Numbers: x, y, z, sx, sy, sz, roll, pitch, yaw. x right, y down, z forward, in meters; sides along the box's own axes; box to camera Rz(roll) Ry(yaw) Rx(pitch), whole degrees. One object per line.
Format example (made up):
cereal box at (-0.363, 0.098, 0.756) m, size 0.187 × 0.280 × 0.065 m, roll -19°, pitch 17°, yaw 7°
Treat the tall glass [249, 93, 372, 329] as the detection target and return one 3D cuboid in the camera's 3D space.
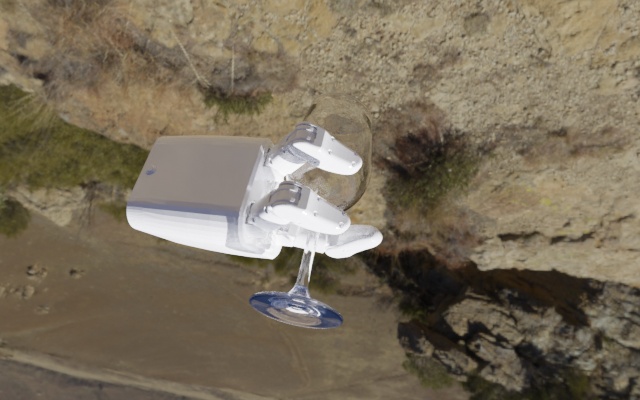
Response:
tall glass at (0.000, 0.002, 0.414) m, size 0.079 × 0.201 × 0.079 m, roll 10°, pitch -29°, yaw 6°
